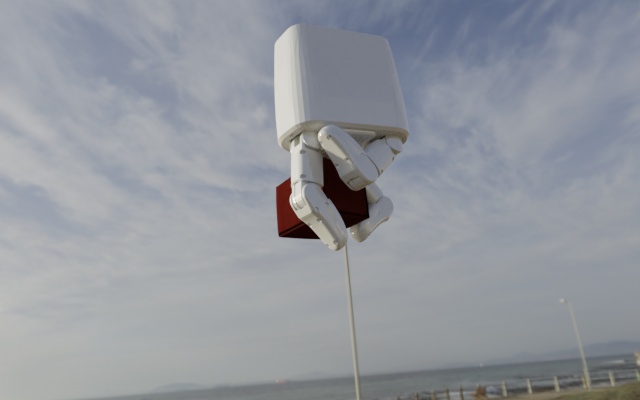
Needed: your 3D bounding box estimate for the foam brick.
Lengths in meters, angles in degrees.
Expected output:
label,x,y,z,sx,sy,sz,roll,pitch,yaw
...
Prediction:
label,x,y,z,sx,sy,sz,roll,pitch,yaw
foam brick,0.000,0.002,0.449,0.053,0.051,0.078,8,-24,-37
